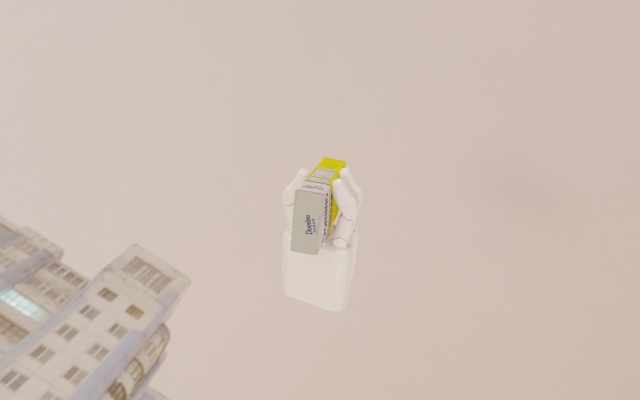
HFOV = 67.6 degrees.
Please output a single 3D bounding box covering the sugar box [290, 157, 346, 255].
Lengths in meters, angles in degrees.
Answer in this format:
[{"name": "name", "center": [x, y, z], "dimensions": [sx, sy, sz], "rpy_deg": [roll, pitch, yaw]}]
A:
[{"name": "sugar box", "center": [0.001, 0.003, 0.710], "dimensions": [0.048, 0.093, 0.176], "rpy_deg": [9, 21, 7]}]
